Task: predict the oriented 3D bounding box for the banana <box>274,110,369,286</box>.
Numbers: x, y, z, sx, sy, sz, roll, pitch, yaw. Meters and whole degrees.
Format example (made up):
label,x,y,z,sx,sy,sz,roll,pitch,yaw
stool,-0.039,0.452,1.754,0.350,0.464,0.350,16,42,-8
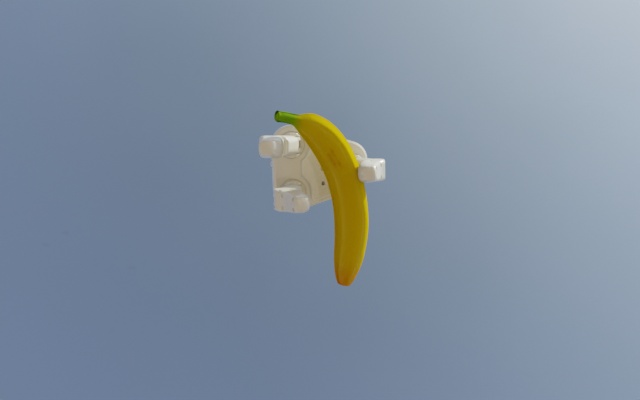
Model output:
label,x,y,z,sx,sy,sz,roll,pitch,yaw
banana,0.015,-0.009,0.498,0.069,0.198,0.037,-25,14,-14
